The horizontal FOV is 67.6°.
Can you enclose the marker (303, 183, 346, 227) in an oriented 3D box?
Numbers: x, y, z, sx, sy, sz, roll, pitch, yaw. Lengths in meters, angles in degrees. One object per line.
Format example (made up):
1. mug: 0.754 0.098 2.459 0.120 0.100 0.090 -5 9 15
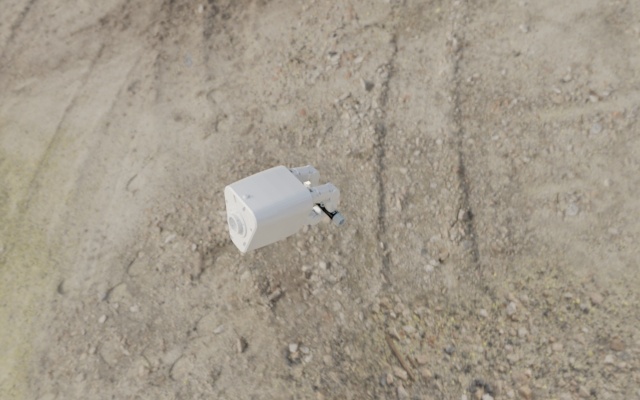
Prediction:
1. marker: 0.000 0.003 0.849 0.020 0.020 0.121 0 36 -49
